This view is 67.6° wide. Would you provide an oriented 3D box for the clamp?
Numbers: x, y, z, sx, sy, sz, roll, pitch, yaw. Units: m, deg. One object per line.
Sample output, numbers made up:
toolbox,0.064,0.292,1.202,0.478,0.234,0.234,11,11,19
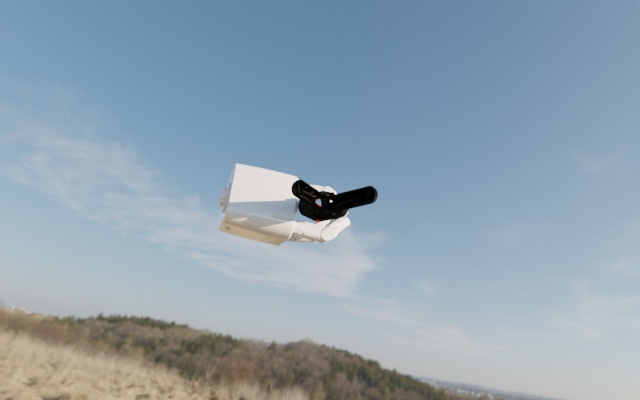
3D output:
clamp,0.000,0.002,0.721,0.120,0.039,0.171,13,-19,-15
